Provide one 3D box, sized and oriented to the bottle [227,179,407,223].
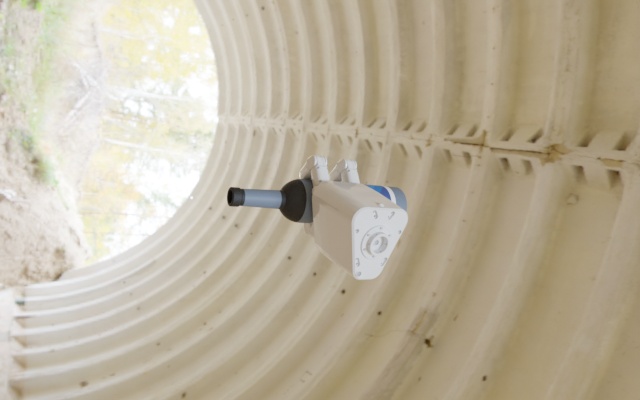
[{"bbox_3d":[0.000,0.002,0.739,0.296,0.069,0.069,4,-2,-31],"label":"bottle"}]
